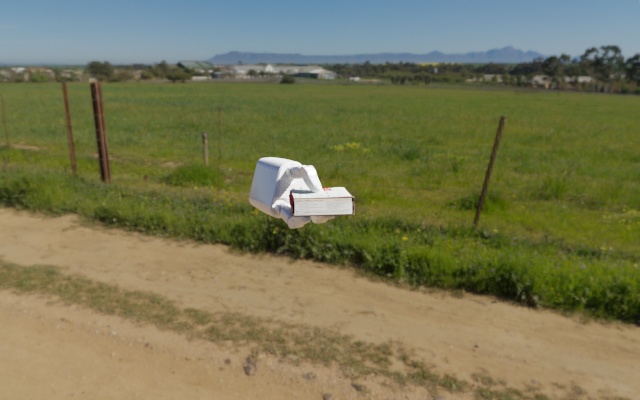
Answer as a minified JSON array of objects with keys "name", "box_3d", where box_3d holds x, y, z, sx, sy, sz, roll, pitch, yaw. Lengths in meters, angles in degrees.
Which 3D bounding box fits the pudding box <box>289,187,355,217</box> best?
[{"name":"pudding box","box_3d":[0.000,0.003,0.887,0.113,0.039,0.090,-3,13,-6]}]
